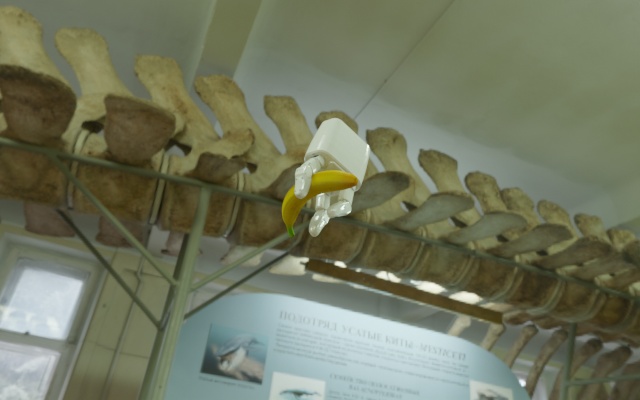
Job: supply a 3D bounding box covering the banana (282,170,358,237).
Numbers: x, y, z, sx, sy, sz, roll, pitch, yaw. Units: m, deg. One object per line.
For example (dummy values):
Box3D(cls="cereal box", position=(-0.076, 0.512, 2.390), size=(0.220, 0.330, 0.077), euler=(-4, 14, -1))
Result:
Box3D(cls="banana", position=(-0.015, -0.009, 0.842), size=(0.198, 0.069, 0.037), euler=(-40, 6, 41))
